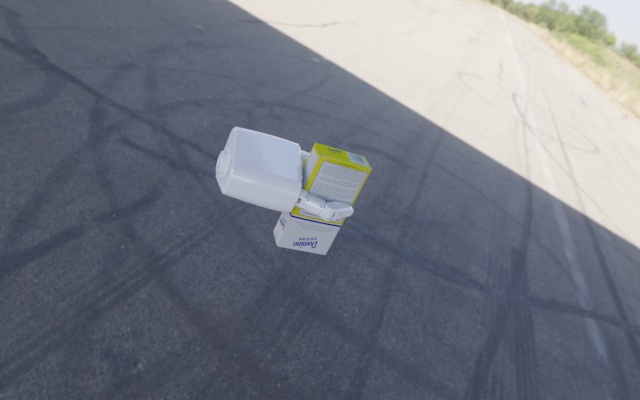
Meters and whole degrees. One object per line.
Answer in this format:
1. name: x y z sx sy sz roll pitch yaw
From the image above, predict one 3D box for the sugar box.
1. sugar box: 0.000 0.002 0.757 0.093 0.176 0.048 14 32 -26
